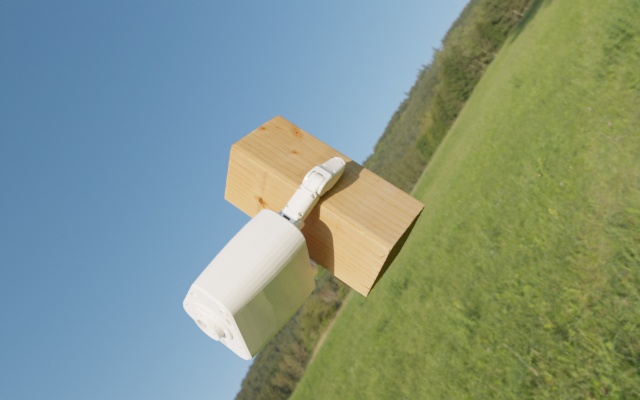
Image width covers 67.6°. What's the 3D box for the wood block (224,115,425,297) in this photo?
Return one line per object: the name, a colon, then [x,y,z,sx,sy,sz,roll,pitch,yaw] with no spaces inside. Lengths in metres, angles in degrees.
wood block: [0.000,0.002,0.550,0.206,0.091,0.090,33,46,15]
